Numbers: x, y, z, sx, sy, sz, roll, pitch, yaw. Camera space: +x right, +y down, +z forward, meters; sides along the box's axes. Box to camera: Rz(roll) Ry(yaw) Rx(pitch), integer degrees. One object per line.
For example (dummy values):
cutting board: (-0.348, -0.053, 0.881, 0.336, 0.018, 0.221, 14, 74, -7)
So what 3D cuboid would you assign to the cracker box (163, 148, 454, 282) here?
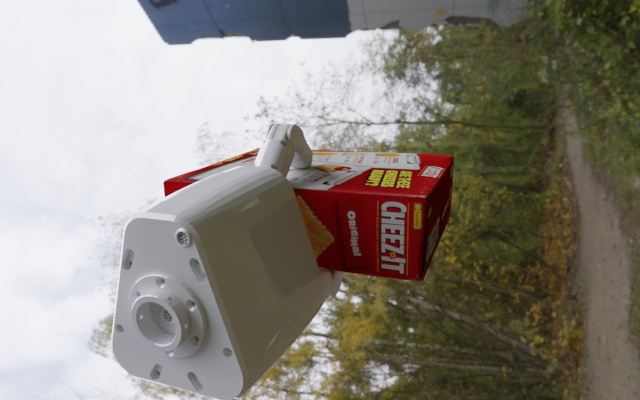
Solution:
cracker box: (0.000, 0.001, 0.427, 0.213, 0.072, 0.164, 5, 17, 21)
